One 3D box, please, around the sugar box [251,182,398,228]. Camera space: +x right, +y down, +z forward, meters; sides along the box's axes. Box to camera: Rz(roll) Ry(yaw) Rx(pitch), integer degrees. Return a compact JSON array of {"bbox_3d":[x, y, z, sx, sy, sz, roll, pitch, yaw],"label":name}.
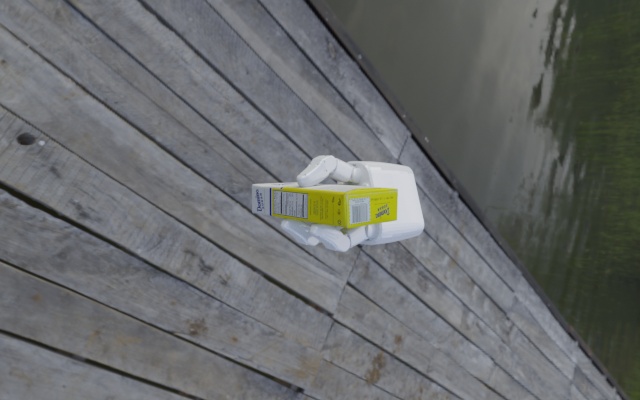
[{"bbox_3d":[0.000,0.003,0.607,0.093,0.048,0.176,-5,5,-43],"label":"sugar box"}]
